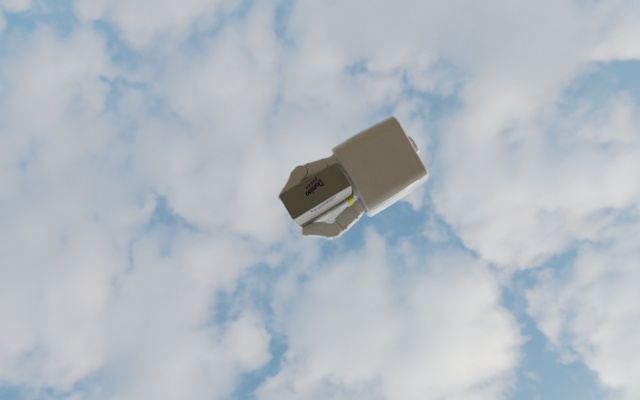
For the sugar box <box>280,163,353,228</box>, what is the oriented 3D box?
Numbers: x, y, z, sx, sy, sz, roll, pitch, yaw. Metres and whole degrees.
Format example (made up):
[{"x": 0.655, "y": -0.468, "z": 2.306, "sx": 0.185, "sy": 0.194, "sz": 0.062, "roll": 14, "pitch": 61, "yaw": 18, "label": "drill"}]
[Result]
[{"x": 0.000, "y": 0.002, "z": 0.717, "sx": 0.093, "sy": 0.048, "sz": 0.176, "roll": -30, "pitch": -14, "yaw": -2, "label": "sugar box"}]
